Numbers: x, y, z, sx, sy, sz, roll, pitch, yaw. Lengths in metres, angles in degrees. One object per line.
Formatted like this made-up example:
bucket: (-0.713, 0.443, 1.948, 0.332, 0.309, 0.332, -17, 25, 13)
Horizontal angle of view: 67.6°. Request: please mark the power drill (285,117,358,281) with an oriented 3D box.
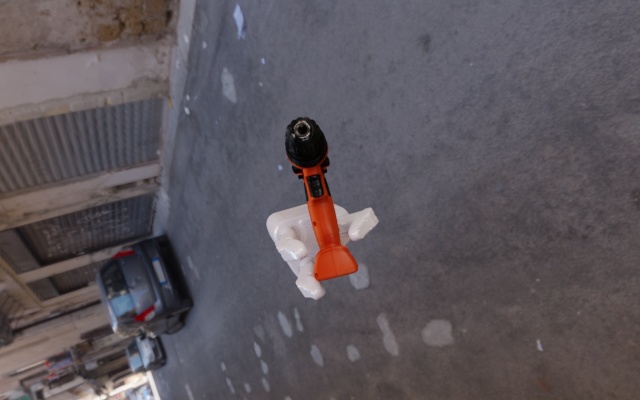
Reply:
power drill: (0.000, 0.002, 0.591, 0.057, 0.187, 0.184, -12, -8, 2)
